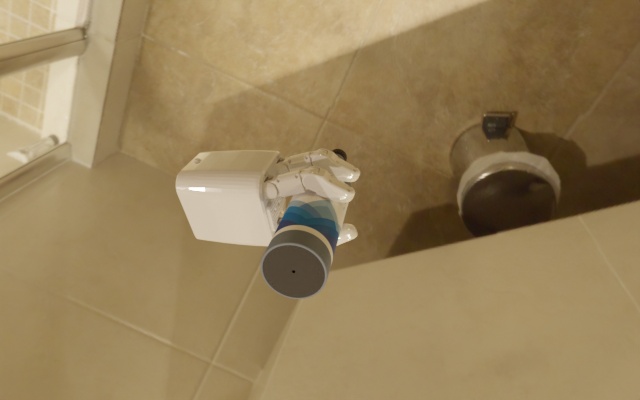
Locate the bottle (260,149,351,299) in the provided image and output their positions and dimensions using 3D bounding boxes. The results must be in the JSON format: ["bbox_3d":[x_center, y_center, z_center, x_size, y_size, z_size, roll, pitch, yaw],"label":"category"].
[{"bbox_3d":[0.000,0.002,0.587,0.069,0.069,0.295,0,27,12],"label":"bottle"}]
